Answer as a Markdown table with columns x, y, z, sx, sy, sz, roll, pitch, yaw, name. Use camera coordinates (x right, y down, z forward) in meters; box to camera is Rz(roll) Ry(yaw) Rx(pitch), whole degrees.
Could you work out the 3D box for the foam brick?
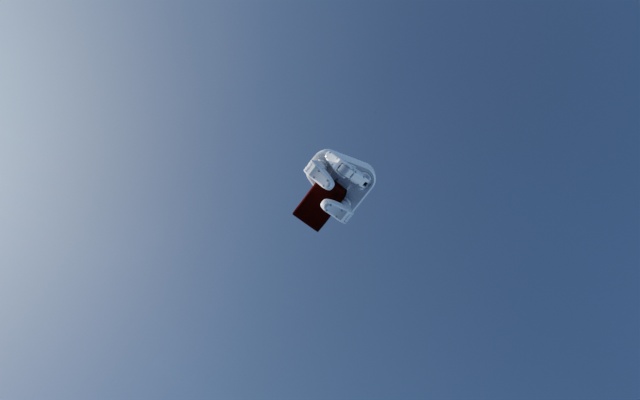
| x | y | z | sx | sy | sz | roll | pitch | yaw | name |
| --- | --- | --- | --- | --- | --- | --- | --- | --- | --- |
| 0.000 | 0.003 | 0.781 | 0.053 | 0.078 | 0.051 | 38 | 12 | -3 | foam brick |
